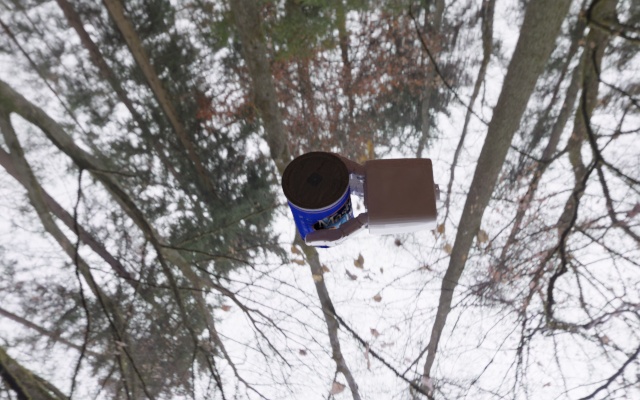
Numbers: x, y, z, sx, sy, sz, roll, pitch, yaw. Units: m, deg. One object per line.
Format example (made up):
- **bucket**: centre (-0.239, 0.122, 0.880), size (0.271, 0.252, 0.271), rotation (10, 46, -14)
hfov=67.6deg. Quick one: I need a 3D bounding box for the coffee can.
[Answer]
- **coffee can**: centre (0.000, 0.003, 0.770), size (0.103, 0.102, 0.140), rotation (0, -30, 8)
